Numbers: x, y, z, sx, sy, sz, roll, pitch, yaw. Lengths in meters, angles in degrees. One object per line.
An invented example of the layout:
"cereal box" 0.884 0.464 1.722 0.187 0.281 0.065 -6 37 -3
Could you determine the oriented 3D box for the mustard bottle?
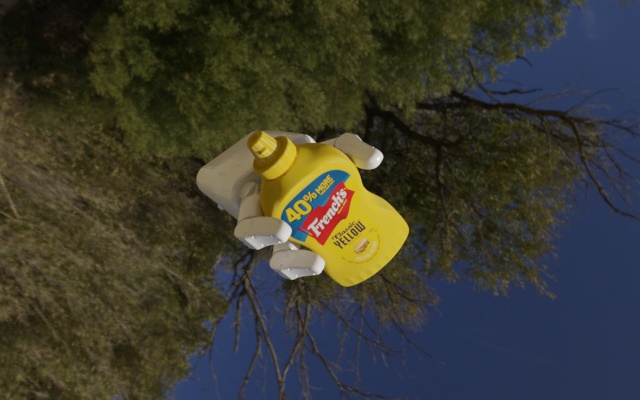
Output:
"mustard bottle" 0.000 0.002 0.456 0.192 0.096 0.058 44 8 -35
